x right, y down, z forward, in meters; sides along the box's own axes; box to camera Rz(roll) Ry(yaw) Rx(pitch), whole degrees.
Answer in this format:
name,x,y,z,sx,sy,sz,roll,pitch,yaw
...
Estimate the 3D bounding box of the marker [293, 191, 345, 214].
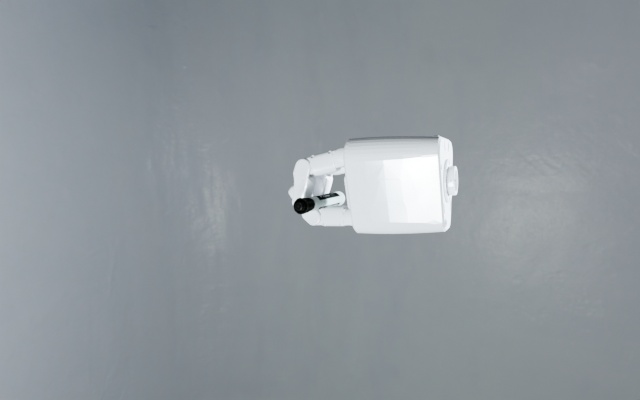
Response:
name,x,y,z,sx,sy,sz,roll,pitch,yaw
marker,0.000,0.002,0.582,0.020,0.020,0.121,0,4,24
